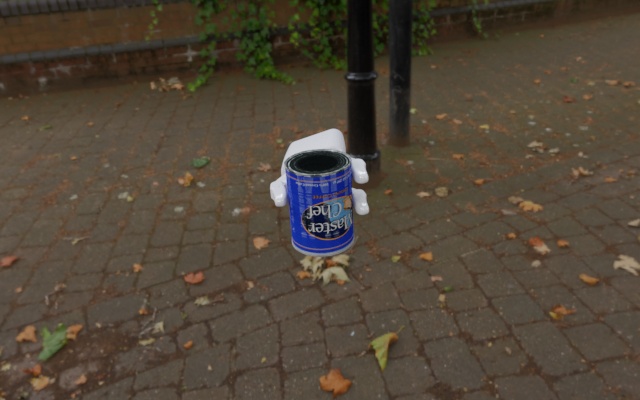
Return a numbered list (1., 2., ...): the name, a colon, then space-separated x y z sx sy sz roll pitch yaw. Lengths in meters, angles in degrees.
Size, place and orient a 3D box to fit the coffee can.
1. coffee can: 0.000 0.003 0.751 0.103 0.140 0.102 -3 27 2
